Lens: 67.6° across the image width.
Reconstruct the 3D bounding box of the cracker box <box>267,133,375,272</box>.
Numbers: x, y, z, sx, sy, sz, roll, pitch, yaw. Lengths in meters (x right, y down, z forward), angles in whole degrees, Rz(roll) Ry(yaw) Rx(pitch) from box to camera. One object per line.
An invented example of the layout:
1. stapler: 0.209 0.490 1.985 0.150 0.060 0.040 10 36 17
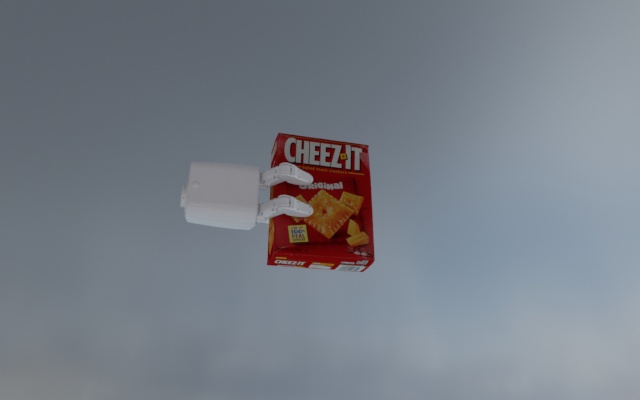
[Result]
1. cracker box: 0.000 0.003 0.786 0.164 0.213 0.072 6 -26 -14
